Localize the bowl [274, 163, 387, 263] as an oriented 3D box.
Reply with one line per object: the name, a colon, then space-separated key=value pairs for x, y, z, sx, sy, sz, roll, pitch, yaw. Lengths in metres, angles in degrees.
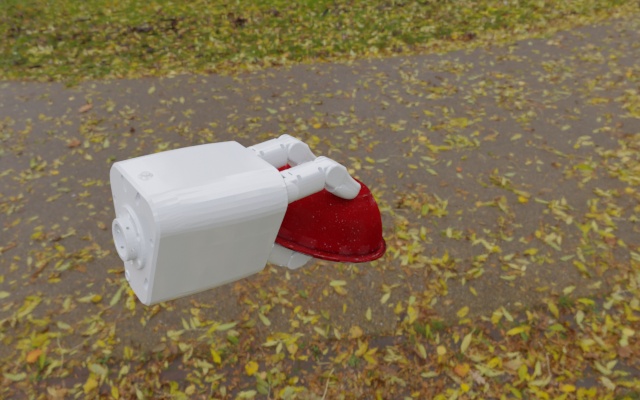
bowl: x=0.001 y=0.001 z=0.497 sx=0.162 sy=0.055 sz=0.162 roll=16 pitch=17 yaw=-5
